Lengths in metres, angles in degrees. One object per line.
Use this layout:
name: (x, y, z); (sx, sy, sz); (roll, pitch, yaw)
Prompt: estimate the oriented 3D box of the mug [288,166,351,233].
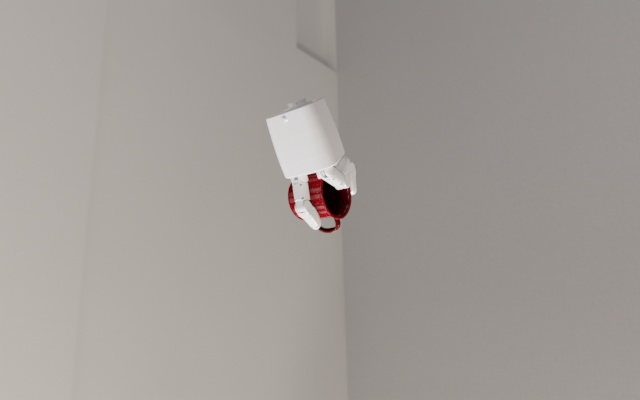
mug: (0.000, 0.004, 0.854); (0.081, 0.117, 0.093); (-9, 15, 36)
